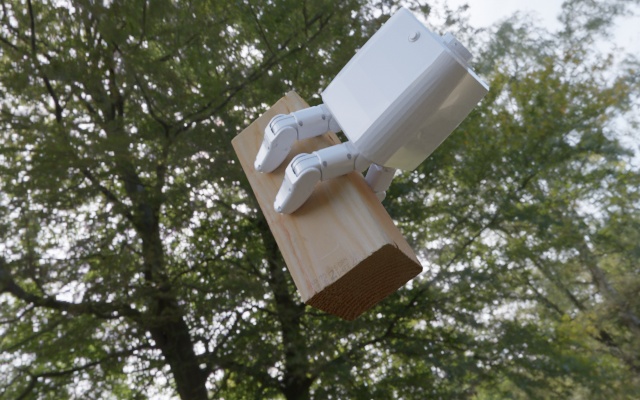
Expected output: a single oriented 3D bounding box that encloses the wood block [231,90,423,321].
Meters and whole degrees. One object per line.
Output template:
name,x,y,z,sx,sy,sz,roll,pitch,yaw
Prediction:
wood block,0.000,0.001,0.472,0.090,0.206,0.091,-38,-37,12
